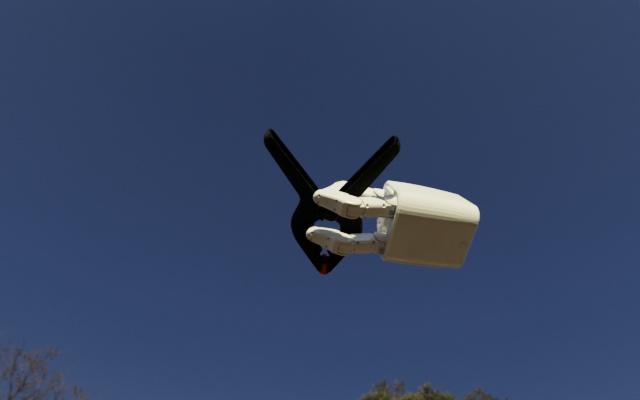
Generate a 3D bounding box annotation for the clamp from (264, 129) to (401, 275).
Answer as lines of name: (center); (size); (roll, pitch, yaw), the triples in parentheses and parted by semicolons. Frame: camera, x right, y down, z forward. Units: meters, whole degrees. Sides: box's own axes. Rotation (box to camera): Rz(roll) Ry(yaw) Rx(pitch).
clamp: (0.000, 0.002, 0.618); (0.164, 0.210, 0.036); (10, 29, -2)
